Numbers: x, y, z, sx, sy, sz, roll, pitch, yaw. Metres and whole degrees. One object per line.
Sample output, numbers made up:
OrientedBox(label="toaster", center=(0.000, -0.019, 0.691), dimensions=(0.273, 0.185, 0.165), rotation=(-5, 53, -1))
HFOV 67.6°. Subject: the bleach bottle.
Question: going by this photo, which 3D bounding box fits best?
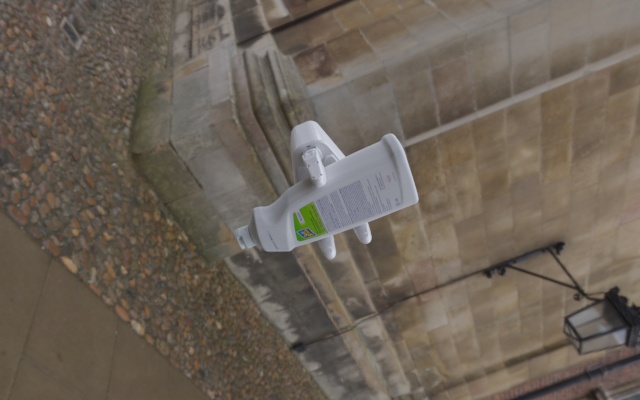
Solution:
OrientedBox(label="bleach bottle", center=(0.000, 0.002, 0.655), dimensions=(0.251, 0.103, 0.068), rotation=(-21, 29, 4))
